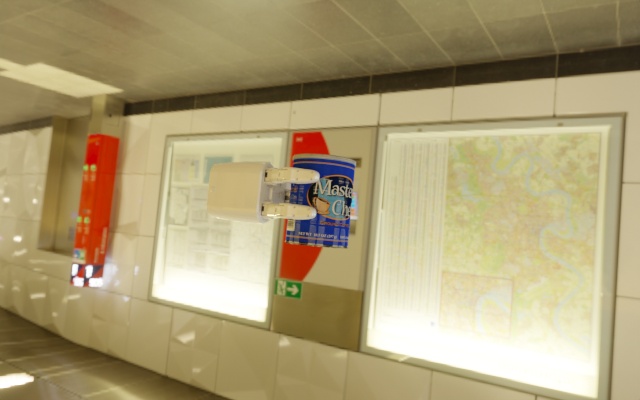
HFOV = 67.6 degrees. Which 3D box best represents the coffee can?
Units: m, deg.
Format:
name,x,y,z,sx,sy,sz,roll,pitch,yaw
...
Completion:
name,x,y,z,sx,sy,sz,roll,pitch,yaw
coffee can,0.000,0.002,0.767,0.103,0.140,0.103,5,-3,0
